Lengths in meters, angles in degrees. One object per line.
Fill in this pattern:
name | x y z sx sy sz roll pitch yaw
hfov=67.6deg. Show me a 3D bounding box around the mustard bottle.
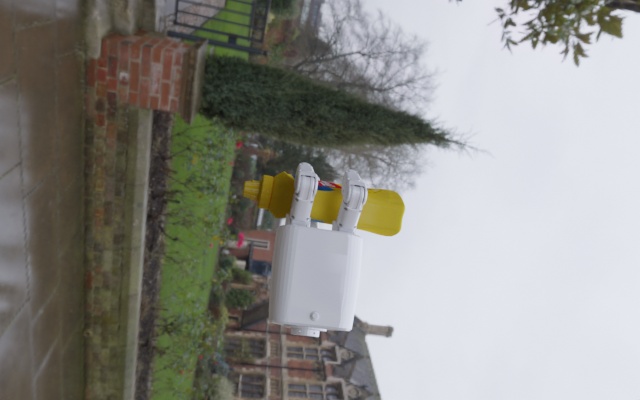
mustard bottle | 0.000 0.002 0.591 0.191 0.058 0.096 9 8 -10
